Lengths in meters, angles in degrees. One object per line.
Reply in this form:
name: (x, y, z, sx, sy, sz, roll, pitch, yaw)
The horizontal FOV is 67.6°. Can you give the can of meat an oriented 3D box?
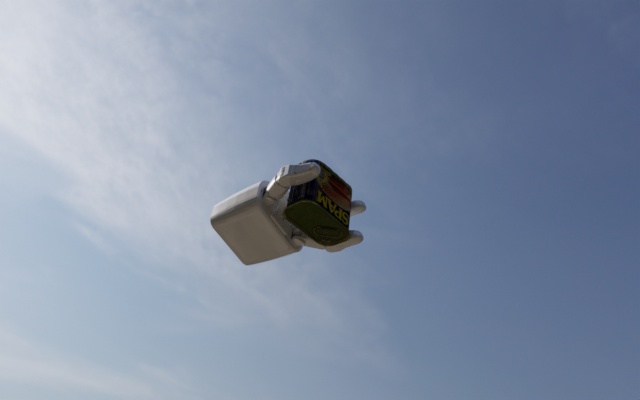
can of meat: (0.000, 0.002, 0.677, 0.057, 0.084, 0.102, -24, -49, 33)
